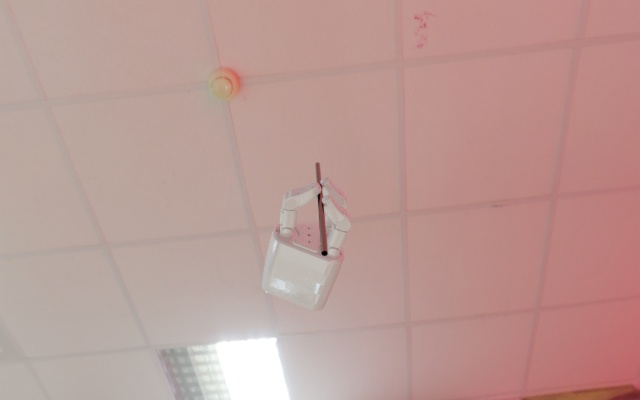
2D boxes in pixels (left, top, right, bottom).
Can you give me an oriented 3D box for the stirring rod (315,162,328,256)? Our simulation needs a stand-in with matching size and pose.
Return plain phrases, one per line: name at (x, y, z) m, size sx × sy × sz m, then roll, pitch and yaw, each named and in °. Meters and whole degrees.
stirring rod at (0.000, 0.002, 0.668) m, size 0.011 × 0.011 × 0.239 m, roll 0°, pitch 30°, yaw -3°
